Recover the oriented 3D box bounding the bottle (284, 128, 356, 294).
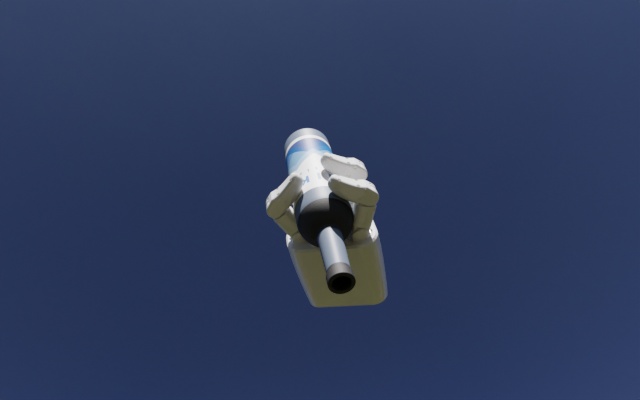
[{"bbox_3d":[0.000,0.002,0.576,0.069,0.069,0.295,0,32,-9],"label":"bottle"}]
